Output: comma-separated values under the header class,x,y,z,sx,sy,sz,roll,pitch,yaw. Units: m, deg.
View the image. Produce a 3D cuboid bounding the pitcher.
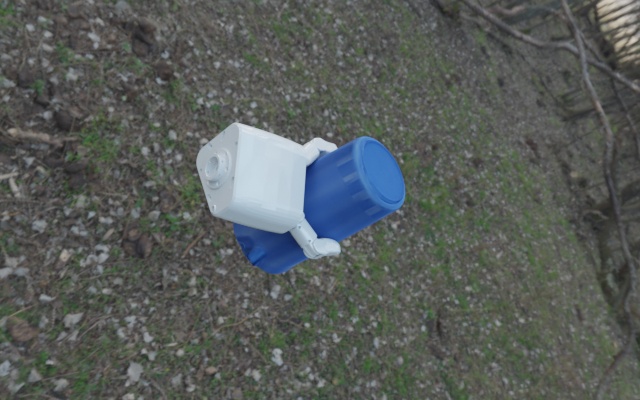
class,x,y,z,sx,sy,sz,roll,pitch,yaw
pitcher,0.000,0.002,0.698,0.243,0.149,0.145,-28,-31,36
